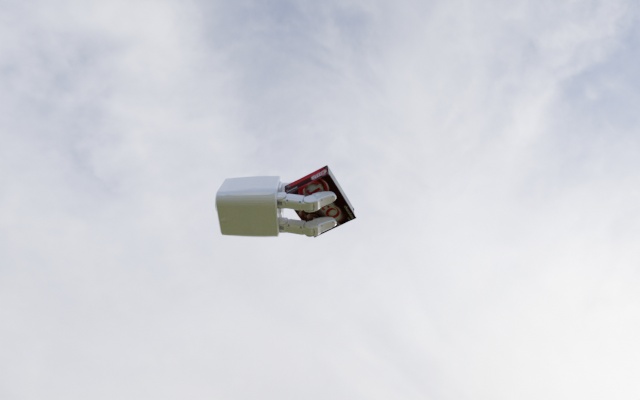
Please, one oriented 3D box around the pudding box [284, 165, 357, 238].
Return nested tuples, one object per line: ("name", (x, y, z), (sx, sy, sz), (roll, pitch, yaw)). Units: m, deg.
("pudding box", (0.000, 0.003, 0.861), (0.090, 0.113, 0.039), (-26, 34, 14))
